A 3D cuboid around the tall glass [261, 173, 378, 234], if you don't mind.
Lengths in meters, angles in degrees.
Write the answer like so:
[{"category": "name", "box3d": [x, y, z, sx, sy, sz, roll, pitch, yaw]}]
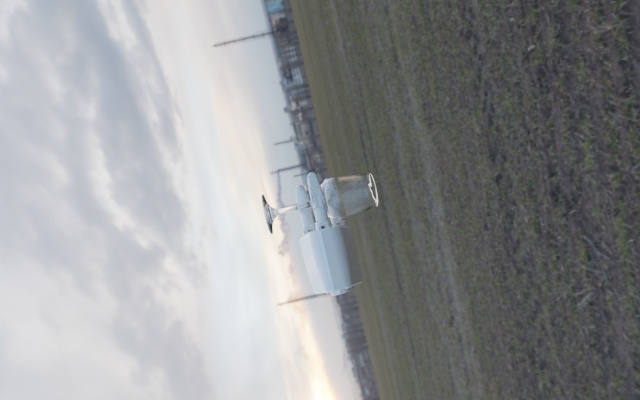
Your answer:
[{"category": "tall glass", "box3d": [-0.001, 0.003, 0.863, 0.201, 0.079, 0.079, -13, 0, -1]}]
